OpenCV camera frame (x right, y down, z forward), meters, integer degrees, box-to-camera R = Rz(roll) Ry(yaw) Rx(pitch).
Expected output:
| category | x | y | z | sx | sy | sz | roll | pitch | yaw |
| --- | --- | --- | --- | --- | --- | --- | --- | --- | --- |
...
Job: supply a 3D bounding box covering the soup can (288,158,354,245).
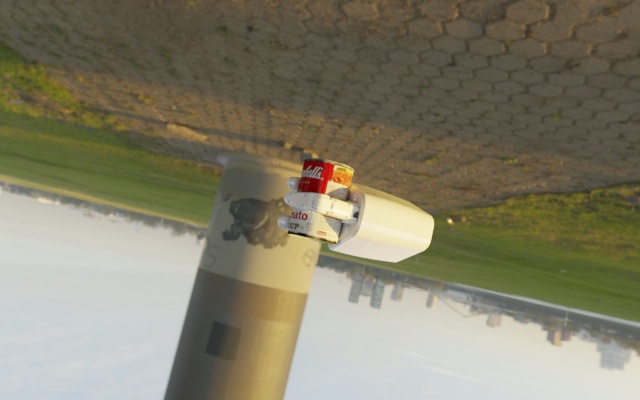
| category | x | y | z | sx | sy | sz | roll | pitch | yaw |
| --- | --- | --- | --- | --- | --- | --- | --- | --- | --- |
| soup can | 0.000 | 0.002 | 0.629 | 0.068 | 0.102 | 0.068 | 13 | -6 | 1 |
